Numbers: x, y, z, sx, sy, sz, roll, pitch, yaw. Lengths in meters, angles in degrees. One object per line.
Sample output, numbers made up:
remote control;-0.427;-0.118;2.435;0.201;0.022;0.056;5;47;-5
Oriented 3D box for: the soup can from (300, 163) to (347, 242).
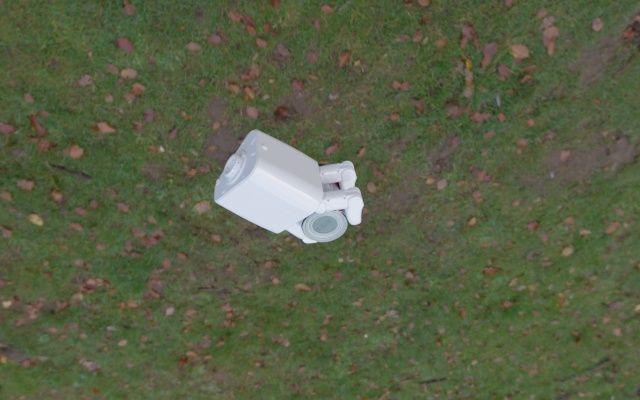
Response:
soup can;0.000;0.003;0.708;0.068;0.069;0.102;0;43;-10
